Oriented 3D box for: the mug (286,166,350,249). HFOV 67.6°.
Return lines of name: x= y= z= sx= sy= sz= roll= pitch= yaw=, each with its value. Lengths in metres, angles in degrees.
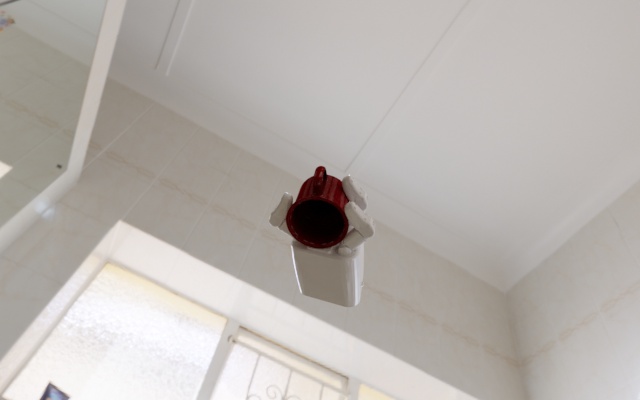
mug: x=0.000 y=0.001 z=0.722 sx=0.093 sy=0.117 sz=0.081 roll=1 pitch=33 yaw=10
